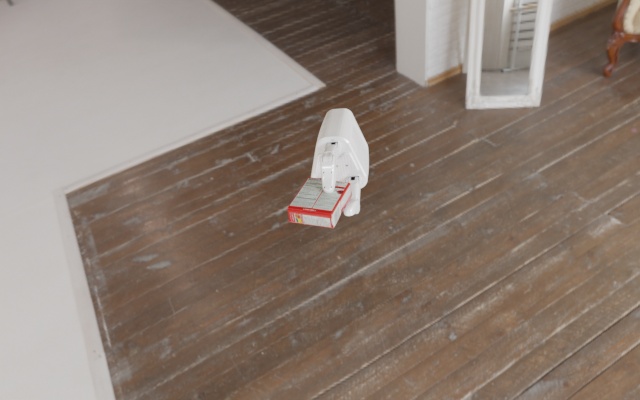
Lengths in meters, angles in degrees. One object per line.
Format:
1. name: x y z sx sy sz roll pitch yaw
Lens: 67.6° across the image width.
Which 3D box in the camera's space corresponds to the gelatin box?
1. gelatin box: 0.000 0.002 0.735 0.073 0.030 0.089 7 38 21
